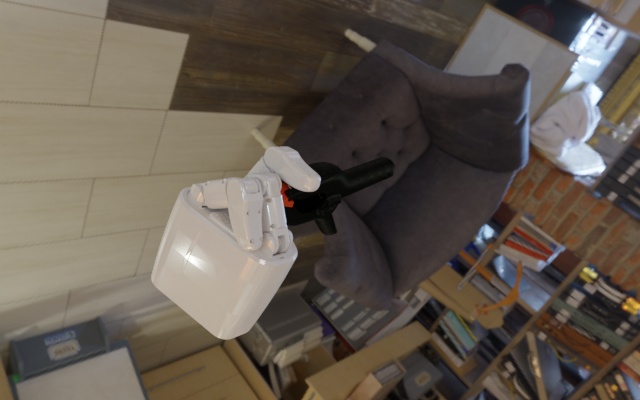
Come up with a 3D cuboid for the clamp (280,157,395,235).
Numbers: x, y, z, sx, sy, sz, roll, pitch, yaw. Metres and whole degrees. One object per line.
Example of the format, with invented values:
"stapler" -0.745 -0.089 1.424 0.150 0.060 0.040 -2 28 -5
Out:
"clamp" 0.000 0.002 0.507 0.171 0.120 0.039 -5 45 -49
